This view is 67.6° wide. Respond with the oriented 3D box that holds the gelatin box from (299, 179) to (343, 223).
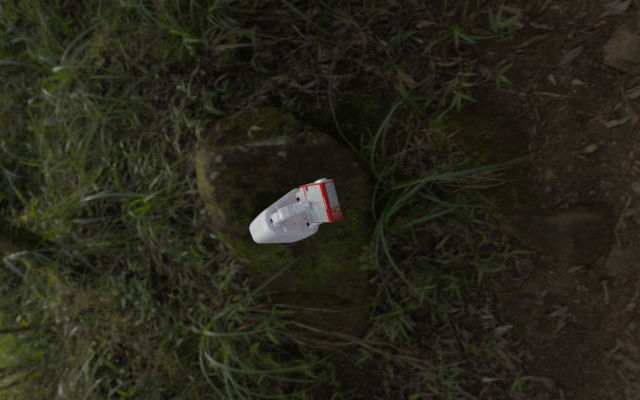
[{"bbox_3d":[0.000,0.003,0.875,0.030,0.073,0.089,-17,5,-29],"label":"gelatin box"}]
